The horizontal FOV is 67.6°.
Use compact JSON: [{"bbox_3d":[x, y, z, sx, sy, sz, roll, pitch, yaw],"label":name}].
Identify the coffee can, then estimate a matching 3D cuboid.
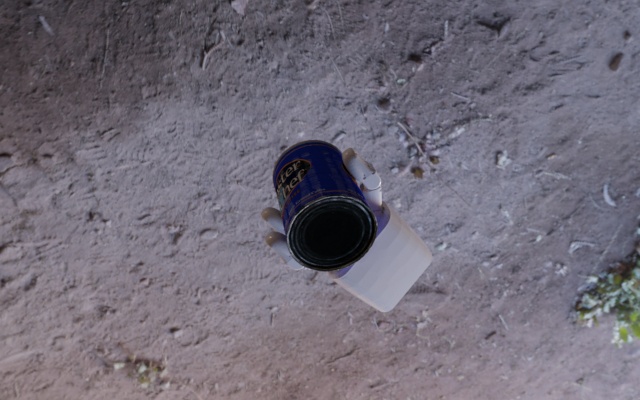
[{"bbox_3d":[0.000,0.002,0.577,0.103,0.103,0.140,0,31,-13],"label":"coffee can"}]
